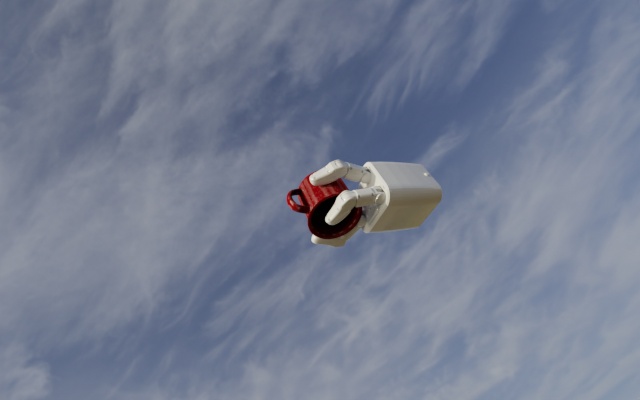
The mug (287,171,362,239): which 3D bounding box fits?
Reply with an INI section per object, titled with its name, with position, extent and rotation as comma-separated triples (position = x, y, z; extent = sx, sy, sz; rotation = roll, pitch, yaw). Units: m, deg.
[mug]
position = -0.001, 0.002, 0.781
extent = 0.117, 0.093, 0.081
rotation = 1, 35, -24
